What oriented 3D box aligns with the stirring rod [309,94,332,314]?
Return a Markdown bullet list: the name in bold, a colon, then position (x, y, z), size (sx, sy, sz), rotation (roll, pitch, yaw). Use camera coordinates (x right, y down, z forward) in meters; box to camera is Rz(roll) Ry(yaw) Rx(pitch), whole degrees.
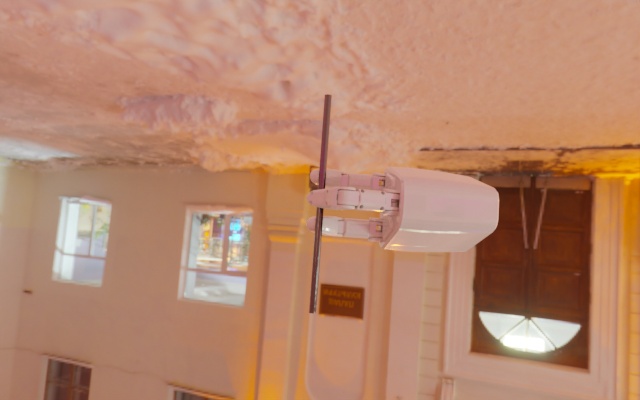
- **stirring rod**: position (0.000, 0.002, 0.525), size (0.011, 0.239, 0.011), rotation (4, -5, 0)
